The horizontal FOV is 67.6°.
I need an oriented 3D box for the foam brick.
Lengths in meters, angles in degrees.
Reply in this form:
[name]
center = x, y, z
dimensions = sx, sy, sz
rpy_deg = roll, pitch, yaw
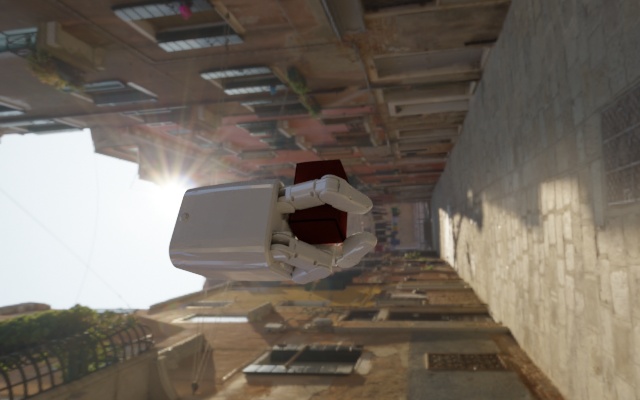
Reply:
[foam brick]
center = 0.000, 0.002, 0.518
dimensions = 0.051, 0.078, 0.053
rpy_deg = -4, -34, 14
